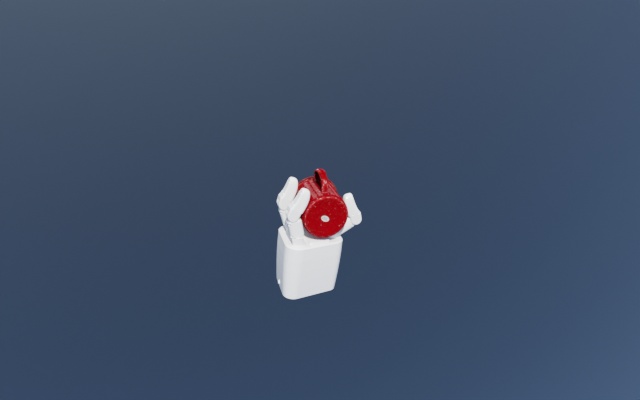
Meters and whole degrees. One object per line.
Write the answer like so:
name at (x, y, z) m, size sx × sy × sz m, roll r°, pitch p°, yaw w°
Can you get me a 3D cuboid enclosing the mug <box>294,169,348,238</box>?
mug at (0.000, 0.001, 0.839) m, size 0.093 × 0.117 × 0.081 m, roll -2°, pitch 23°, yaw -17°
